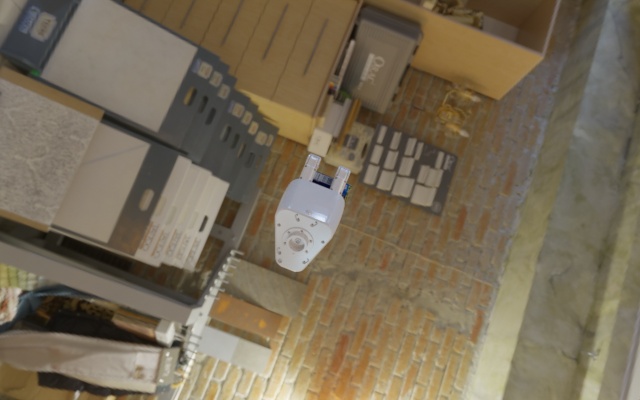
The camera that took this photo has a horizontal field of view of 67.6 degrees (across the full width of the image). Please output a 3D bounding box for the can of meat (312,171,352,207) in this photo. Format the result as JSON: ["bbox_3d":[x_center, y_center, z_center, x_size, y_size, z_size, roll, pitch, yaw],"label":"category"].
[{"bbox_3d":[0.000,0.003,0.857,0.084,0.102,0.057,22,25,0],"label":"can of meat"}]
